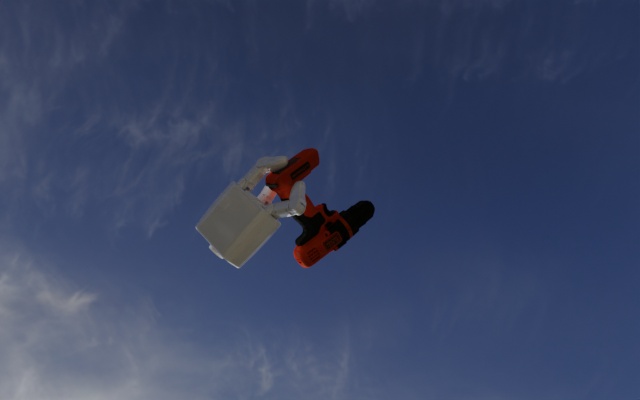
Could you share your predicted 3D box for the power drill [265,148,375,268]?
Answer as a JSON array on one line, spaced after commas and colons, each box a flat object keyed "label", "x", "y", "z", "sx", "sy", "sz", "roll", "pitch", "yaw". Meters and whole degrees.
[{"label": "power drill", "x": 0.000, "y": 0.003, "z": 0.867, "sx": 0.184, "sy": 0.188, "sz": 0.057, "roll": -37, "pitch": 20, "yaw": -22}]
